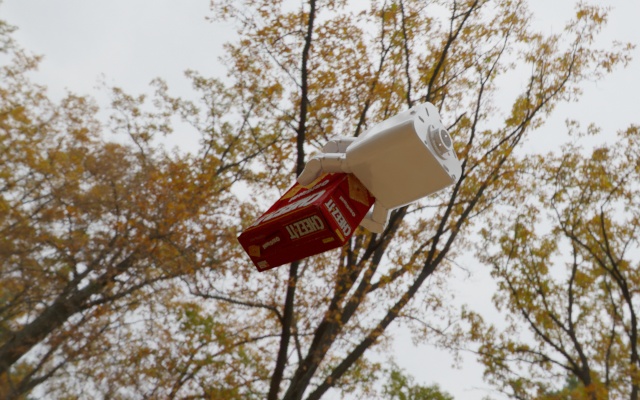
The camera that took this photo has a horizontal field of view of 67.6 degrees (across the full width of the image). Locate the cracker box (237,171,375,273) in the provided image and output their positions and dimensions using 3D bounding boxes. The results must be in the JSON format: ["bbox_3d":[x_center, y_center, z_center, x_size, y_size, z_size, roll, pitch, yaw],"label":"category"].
[{"bbox_3d":[0.000,0.002,0.706,0.164,0.072,0.213,-23,16,38],"label":"cracker box"}]
